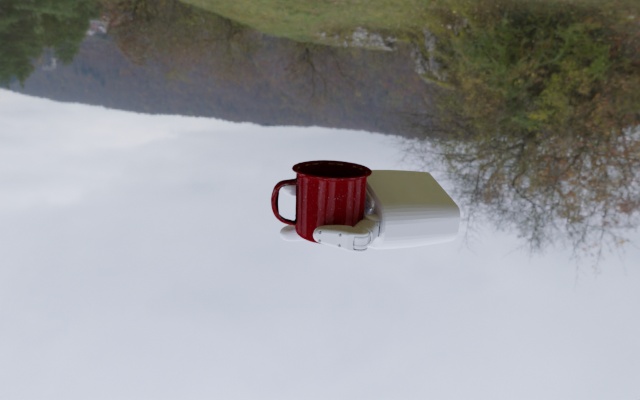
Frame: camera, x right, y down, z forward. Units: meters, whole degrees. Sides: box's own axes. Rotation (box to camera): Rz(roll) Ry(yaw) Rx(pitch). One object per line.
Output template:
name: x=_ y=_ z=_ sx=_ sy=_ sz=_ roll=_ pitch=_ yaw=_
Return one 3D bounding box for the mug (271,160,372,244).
mug: x=-0.001 y=0.002 z=0.561 sx=0.117 sy=0.081 sz=0.093 roll=-2 pitch=17 yaw=-17
